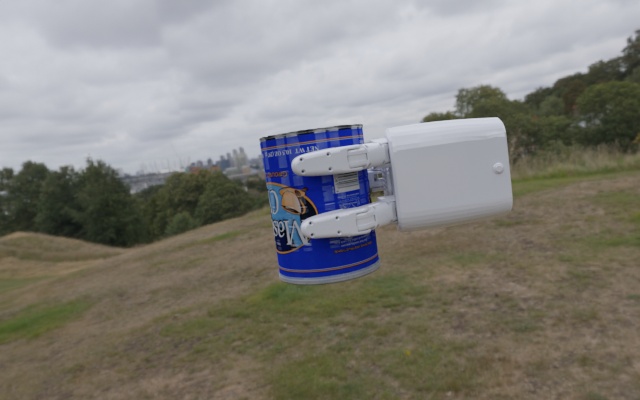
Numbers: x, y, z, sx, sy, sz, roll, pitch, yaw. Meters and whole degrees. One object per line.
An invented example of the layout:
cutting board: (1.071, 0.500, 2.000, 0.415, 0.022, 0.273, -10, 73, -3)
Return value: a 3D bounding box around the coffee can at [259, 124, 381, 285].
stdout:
coffee can: (0.000, 0.002, 0.474, 0.103, 0.140, 0.103, -8, 6, 1)
